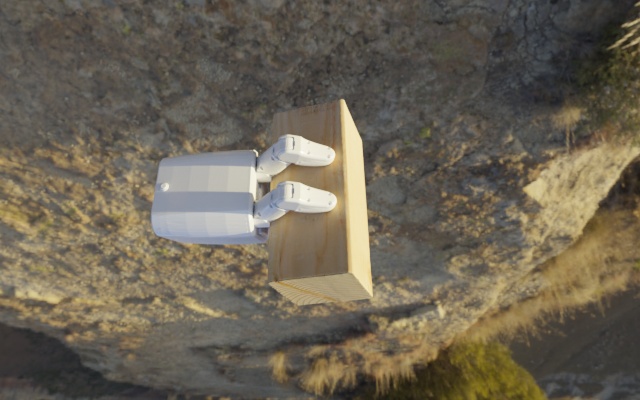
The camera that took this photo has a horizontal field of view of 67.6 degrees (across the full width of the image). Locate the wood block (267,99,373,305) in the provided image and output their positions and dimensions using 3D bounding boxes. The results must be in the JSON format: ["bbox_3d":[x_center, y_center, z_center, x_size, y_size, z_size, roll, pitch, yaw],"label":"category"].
[{"bbox_3d":[0.000,0.002,0.537,0.090,0.206,0.091,-9,-29,15],"label":"wood block"}]
